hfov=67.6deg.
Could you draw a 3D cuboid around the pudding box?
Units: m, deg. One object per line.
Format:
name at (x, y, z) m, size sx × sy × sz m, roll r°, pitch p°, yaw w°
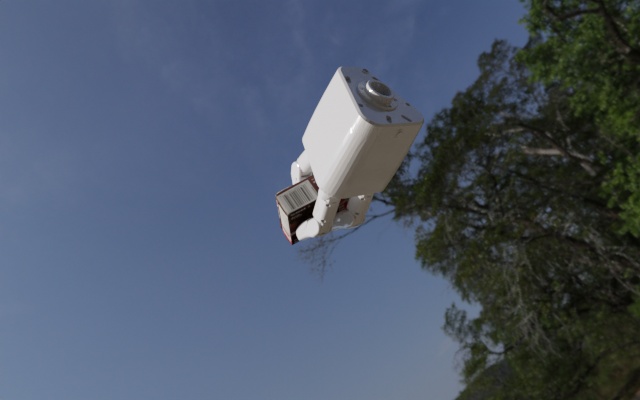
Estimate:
pudding box at (0.000, 0.002, 0.623) m, size 0.113 × 0.039 × 0.090 m, roll -26°, pitch -27°, yaw -13°
